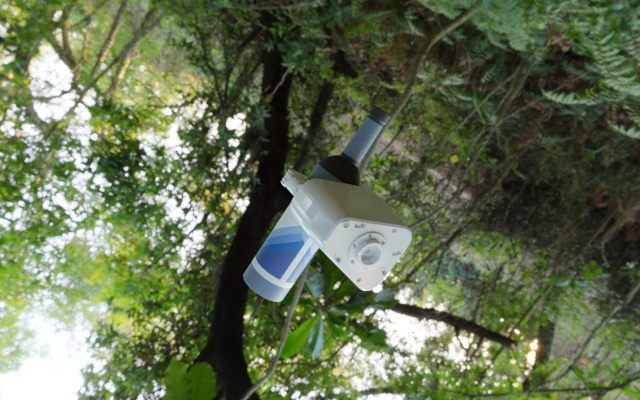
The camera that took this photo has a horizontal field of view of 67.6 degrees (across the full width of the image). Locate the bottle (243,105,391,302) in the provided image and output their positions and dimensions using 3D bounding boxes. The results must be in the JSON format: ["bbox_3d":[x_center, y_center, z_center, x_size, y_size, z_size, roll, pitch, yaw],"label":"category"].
[{"bbox_3d":[0.000,0.002,0.653,0.069,0.296,0.069,33,10,-6],"label":"bottle"}]
